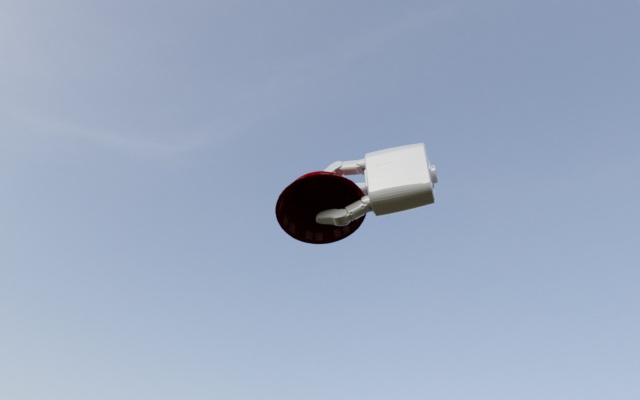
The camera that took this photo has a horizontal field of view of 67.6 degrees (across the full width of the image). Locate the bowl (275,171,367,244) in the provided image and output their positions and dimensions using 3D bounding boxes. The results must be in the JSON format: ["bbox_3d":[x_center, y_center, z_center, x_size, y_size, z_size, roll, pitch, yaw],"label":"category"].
[{"bbox_3d":[-0.001,0.003,0.854,0.162,0.162,0.055,0,39,-5],"label":"bowl"}]
